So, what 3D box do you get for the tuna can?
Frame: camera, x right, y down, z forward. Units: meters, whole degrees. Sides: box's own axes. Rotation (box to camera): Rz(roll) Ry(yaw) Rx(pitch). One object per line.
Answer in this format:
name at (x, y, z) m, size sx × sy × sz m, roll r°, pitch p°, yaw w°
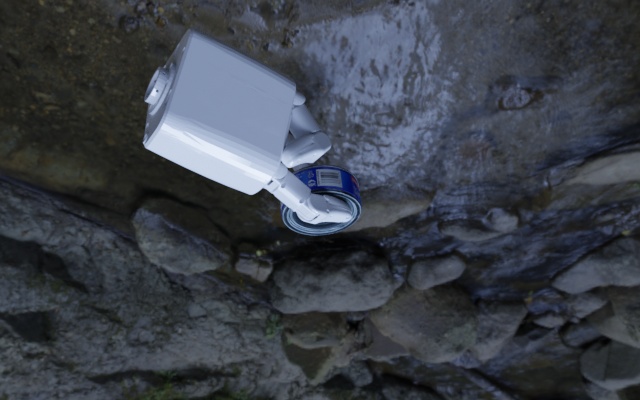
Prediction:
tuna can at (0.000, 0.002, 0.505) m, size 0.086 × 0.033 × 0.086 m, roll -4°, pitch -35°, yaw -3°
